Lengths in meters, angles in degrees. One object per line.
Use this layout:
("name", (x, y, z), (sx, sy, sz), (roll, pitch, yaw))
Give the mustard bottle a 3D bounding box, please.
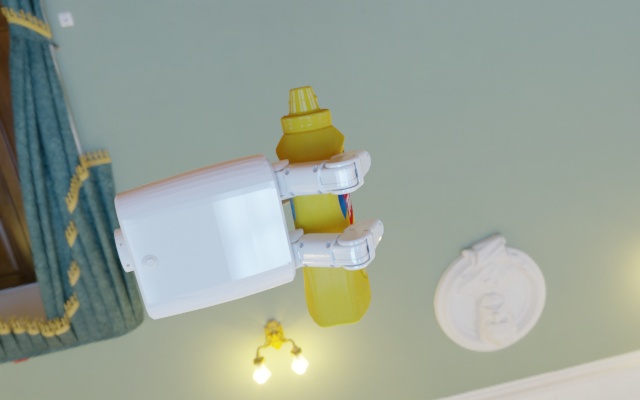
("mustard bottle", (0.000, 0.002, 0.404), (0.058, 0.192, 0.096), (-9, 15, 7))
